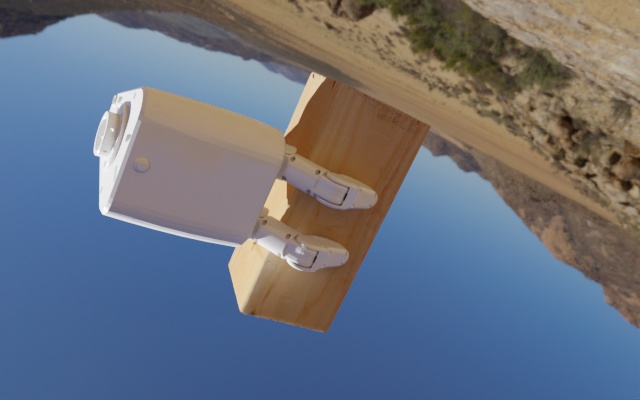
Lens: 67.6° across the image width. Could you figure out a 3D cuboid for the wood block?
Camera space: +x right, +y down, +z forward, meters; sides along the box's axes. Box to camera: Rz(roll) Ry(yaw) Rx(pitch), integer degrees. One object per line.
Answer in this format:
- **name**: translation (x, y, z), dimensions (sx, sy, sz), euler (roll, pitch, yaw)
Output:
- **wood block**: translation (0.000, 0.001, 0.436), dimensions (0.090, 0.206, 0.090), euler (20, 14, -24)
